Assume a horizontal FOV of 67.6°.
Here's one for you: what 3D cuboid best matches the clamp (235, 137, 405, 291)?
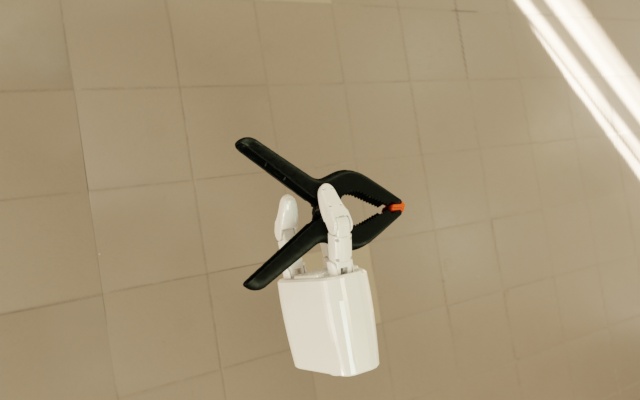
[{"bbox_3d":[0.001,0.002,0.547,0.210,0.164,0.036,-9,-4,-25],"label":"clamp"}]
